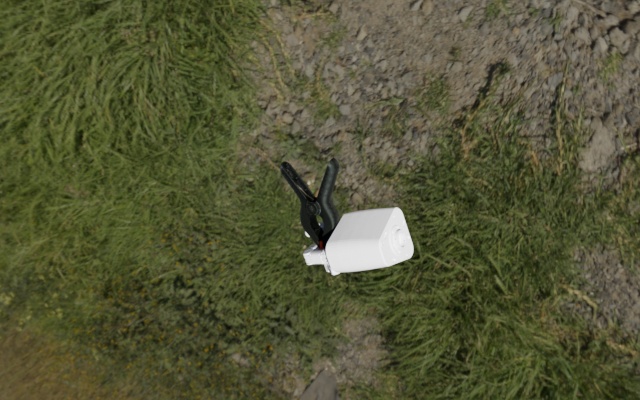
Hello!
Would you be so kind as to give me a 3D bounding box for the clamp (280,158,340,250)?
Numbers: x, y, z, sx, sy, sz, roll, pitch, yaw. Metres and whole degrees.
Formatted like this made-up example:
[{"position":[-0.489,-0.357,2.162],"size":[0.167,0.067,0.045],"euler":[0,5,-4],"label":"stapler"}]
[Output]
[{"position":[0.000,0.003,0.839],"size":[0.120,0.171,0.039],"euler":[-9,17,43],"label":"clamp"}]
